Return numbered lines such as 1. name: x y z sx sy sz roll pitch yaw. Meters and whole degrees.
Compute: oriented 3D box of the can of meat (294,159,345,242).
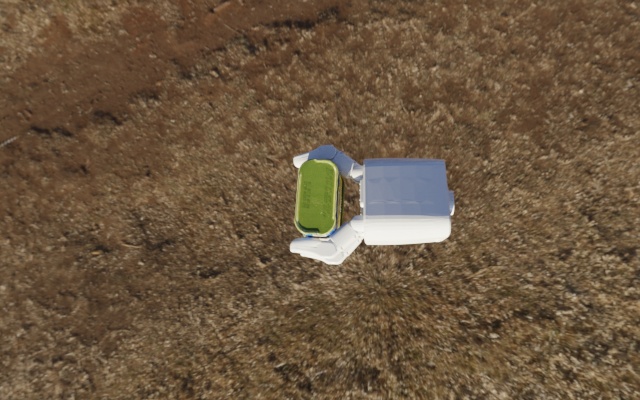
1. can of meat: 0.000 0.002 0.628 0.057 0.102 0.084 2 -10 7
